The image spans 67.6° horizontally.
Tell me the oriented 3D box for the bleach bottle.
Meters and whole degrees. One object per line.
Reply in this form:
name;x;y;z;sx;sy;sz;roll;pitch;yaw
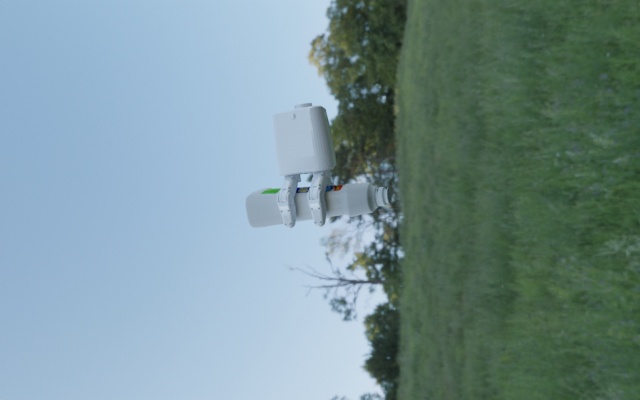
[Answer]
bleach bottle;0.000;0.003;0.831;0.251;0.068;0.102;-6;8;23
